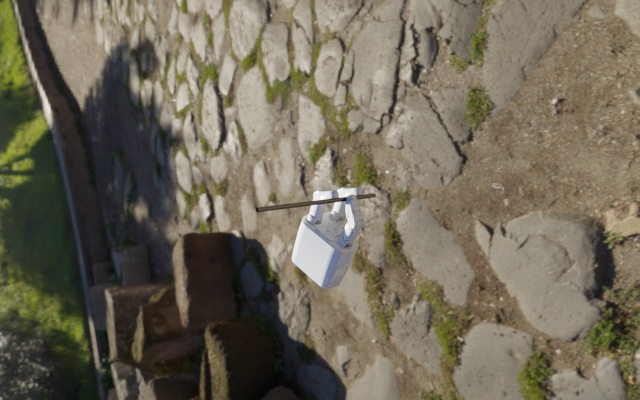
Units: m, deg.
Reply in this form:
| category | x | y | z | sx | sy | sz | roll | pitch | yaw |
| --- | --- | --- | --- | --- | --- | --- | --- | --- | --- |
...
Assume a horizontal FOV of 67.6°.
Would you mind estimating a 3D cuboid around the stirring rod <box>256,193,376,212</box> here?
| category | x | y | z | sx | sy | sz | roll | pitch | yaw |
| --- | --- | --- | --- | --- | --- | --- | --- | --- | --- |
| stirring rod | 0.000 | 0.003 | 0.816 | 0.239 | 0.011 | 0.011 | -7 | 4 | -33 |
